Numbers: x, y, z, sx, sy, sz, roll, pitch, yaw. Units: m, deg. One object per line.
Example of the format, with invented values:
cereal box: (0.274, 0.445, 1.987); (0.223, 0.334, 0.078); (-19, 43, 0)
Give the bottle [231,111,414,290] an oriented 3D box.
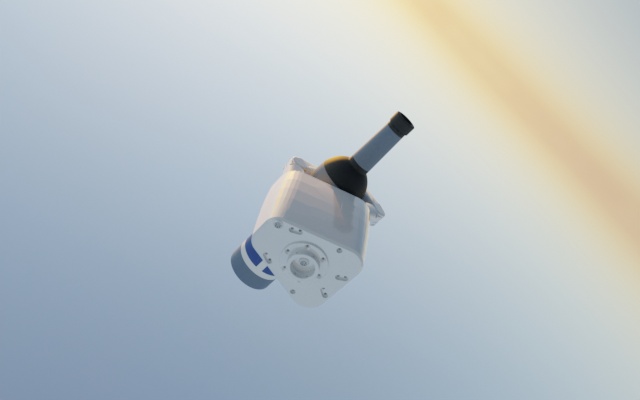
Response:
bottle: (0.000, 0.002, 0.598); (0.296, 0.069, 0.069); (-44, -22, 24)
